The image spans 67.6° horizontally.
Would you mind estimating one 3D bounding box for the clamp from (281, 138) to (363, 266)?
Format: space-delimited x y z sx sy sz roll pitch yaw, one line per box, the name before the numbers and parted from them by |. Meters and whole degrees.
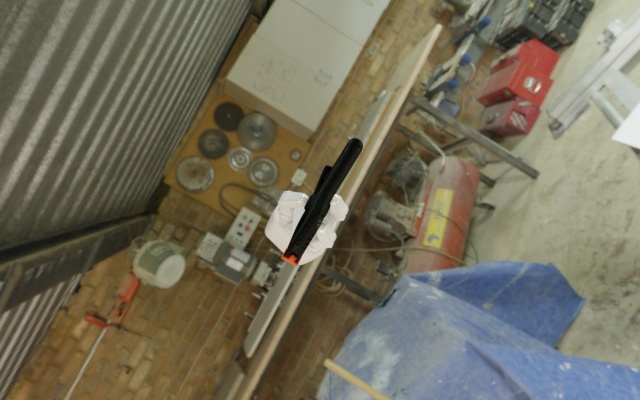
clamp | -0.001 0.003 0.754 0.036 0.210 0.165 29 -24 -6
